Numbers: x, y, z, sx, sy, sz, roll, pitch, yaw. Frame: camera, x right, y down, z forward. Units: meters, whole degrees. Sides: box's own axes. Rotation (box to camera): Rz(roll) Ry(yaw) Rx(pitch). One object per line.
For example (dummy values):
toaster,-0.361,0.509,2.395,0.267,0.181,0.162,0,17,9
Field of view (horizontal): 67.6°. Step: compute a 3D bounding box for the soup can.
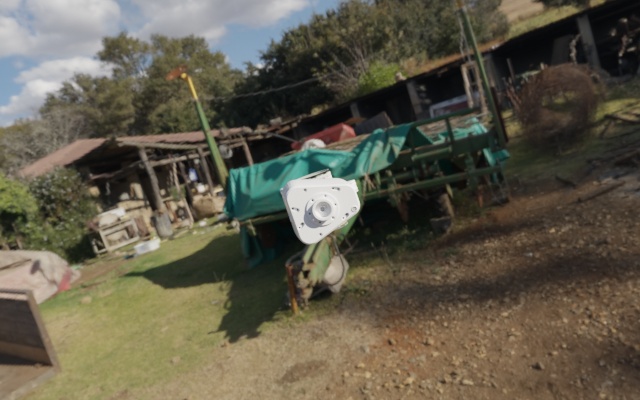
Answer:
soup can,0.000,0.002,0.847,0.068,0.102,0.068,-19,7,2
